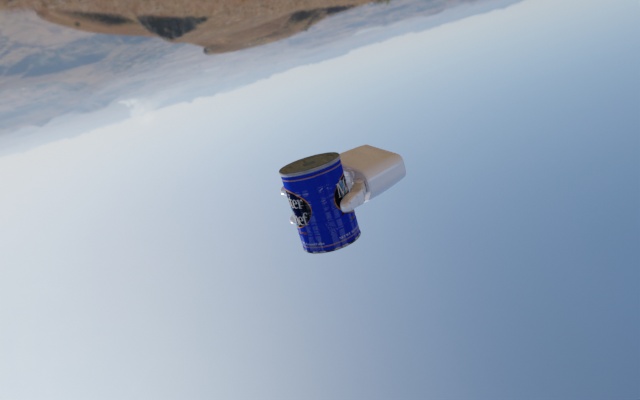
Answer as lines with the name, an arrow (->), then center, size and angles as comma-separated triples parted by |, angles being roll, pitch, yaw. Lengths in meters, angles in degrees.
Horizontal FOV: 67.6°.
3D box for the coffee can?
coffee can -> 0.000, 0.003, 0.789 | 0.103, 0.140, 0.102 | -15, 16, 4
